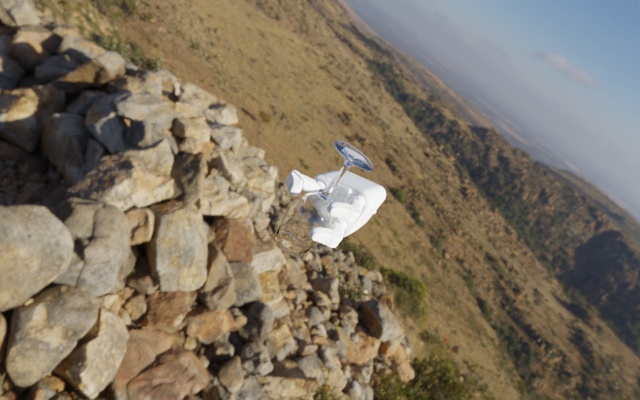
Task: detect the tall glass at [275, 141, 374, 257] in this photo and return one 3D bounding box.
[{"bbox_3d":[0.000,0.002,0.792,0.079,0.201,0.079,30,24,-15],"label":"tall glass"}]
